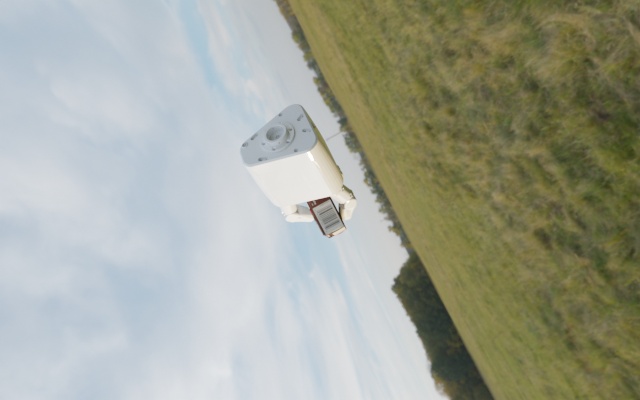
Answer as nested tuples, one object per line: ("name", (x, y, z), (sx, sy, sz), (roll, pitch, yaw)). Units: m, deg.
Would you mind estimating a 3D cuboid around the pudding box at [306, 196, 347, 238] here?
("pudding box", (0.000, 0.003, 0.761), (0.039, 0.113, 0.090), (-26, -8, 3))
